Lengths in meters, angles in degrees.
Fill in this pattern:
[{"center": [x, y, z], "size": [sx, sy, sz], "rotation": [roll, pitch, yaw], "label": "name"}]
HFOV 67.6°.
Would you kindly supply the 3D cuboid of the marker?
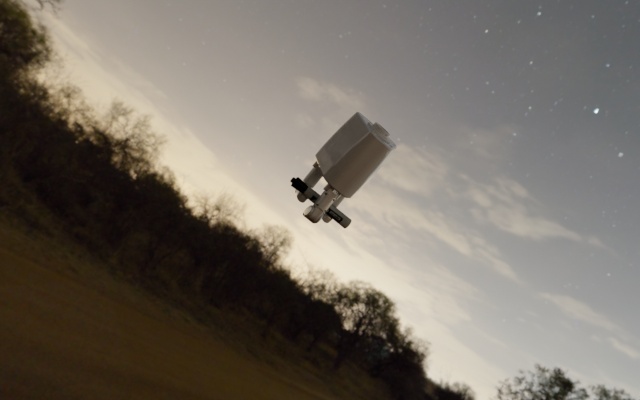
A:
[{"center": [0.000, 0.003, 0.777], "size": [0.121, 0.020, 0.020], "rotation": [39, -11, -13], "label": "marker"}]
